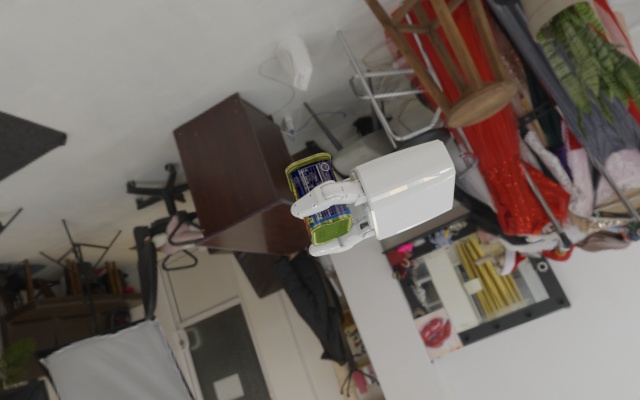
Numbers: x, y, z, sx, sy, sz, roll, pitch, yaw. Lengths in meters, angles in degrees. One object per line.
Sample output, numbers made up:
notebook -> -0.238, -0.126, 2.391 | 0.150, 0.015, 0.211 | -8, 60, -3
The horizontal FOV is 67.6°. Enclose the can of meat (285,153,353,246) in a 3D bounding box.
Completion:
can of meat -> 0.000, 0.002, 0.588 | 0.057, 0.084, 0.102 | -20, -16, -5
